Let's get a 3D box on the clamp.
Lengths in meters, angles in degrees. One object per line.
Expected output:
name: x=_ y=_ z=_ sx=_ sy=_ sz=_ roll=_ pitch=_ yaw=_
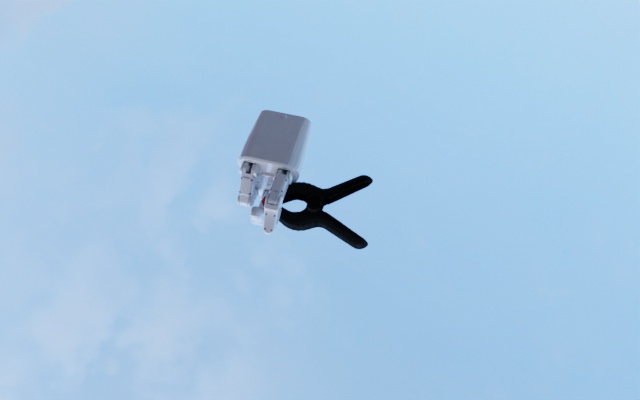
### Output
clamp: x=0.000 y=0.003 z=0.731 sx=0.171 sy=0.120 sz=0.039 roll=13 pitch=-31 yaw=7
